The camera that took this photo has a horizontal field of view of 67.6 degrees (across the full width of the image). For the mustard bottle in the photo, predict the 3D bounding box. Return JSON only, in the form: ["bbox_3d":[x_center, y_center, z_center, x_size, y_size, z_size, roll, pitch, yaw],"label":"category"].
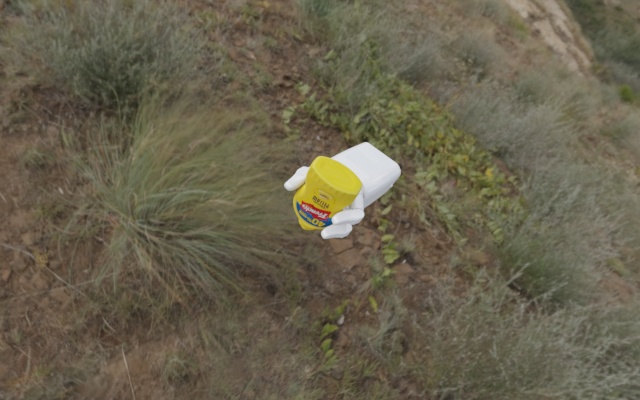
[{"bbox_3d":[0.000,0.003,0.888,0.096,0.058,0.192,31,-36,-1],"label":"mustard bottle"}]
